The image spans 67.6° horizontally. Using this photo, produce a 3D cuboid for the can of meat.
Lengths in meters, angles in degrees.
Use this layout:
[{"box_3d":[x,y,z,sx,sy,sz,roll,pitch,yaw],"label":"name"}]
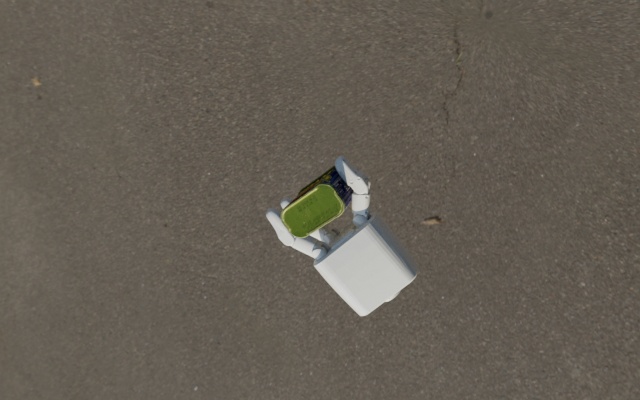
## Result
[{"box_3d":[0.000,0.002,0.685,0.102,0.057,0.084,-34,7,27],"label":"can of meat"}]
